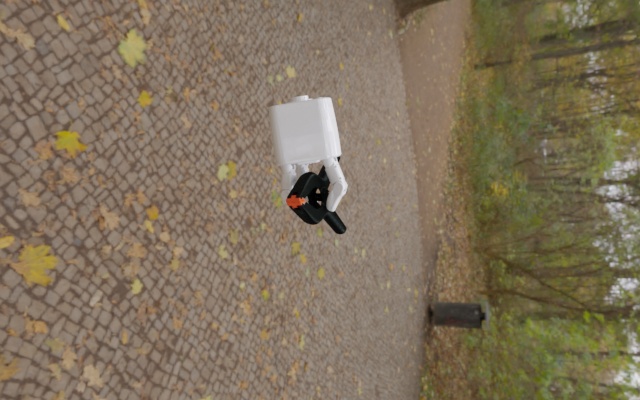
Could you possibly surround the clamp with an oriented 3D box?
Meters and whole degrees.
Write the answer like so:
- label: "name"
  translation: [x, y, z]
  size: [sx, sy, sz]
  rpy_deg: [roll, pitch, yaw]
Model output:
- label: "clamp"
  translation: [0.001, 0.003, 0.885]
  size: [0.036, 0.164, 0.210]
  rpy_deg: [-5, 10, 25]
